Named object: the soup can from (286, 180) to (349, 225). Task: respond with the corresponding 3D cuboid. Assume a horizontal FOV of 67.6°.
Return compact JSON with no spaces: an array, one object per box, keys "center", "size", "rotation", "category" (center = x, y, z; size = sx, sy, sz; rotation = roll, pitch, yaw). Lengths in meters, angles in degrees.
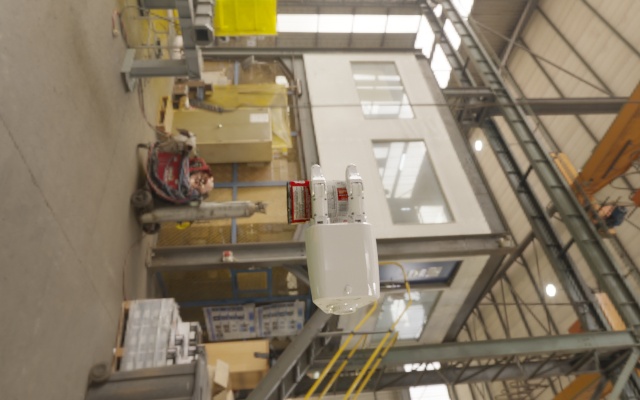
[{"center":[0.000,0.002,0.735],"size":[0.102,0.068,0.068],"rotation":[-2,0,-7],"category":"soup can"}]
